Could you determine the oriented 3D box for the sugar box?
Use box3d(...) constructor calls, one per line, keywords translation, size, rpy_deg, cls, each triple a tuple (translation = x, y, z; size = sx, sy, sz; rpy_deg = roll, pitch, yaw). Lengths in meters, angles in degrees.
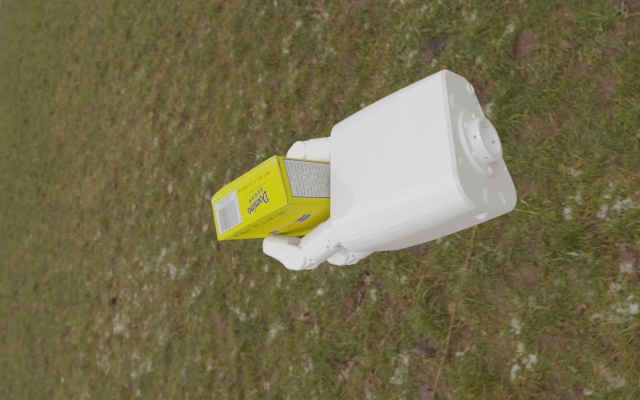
box3d(translation=(0.000, 0.002, 0.436), size=(0.176, 0.048, 0.093), rpy_deg=(4, -22, -46), cls="sugar box")
